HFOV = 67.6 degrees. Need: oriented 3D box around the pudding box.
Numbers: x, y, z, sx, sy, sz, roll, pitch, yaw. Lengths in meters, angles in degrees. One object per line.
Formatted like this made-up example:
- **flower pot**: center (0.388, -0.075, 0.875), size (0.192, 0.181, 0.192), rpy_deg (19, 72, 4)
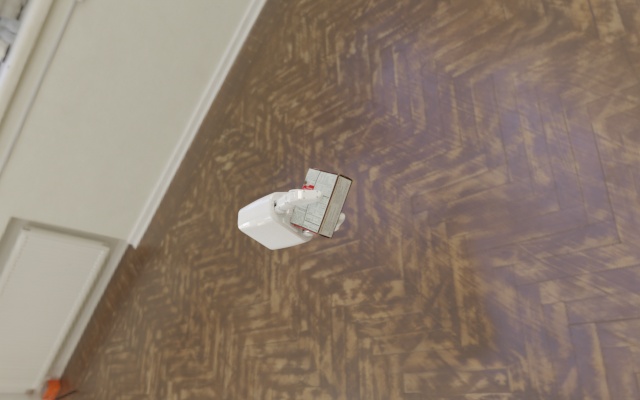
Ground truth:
- **pudding box**: center (0.000, 0.003, 0.849), size (0.039, 0.113, 0.090), rpy_deg (19, 0, -39)
